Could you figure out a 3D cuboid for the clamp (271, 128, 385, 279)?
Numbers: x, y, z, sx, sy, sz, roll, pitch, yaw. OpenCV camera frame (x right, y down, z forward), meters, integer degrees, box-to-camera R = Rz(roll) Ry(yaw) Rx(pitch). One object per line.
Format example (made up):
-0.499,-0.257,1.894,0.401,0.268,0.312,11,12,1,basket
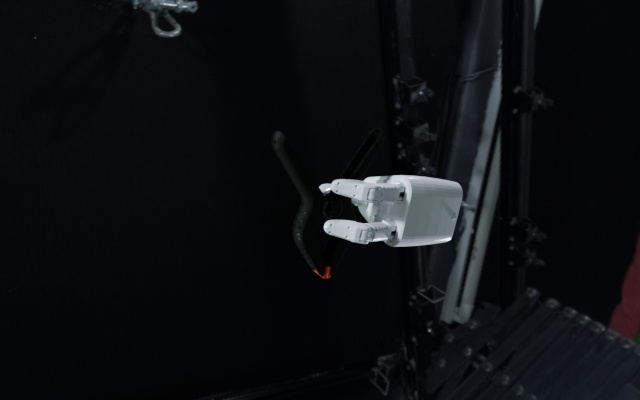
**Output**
0.000,0.002,0.625,0.164,0.210,0.036,1,16,-32,clamp
